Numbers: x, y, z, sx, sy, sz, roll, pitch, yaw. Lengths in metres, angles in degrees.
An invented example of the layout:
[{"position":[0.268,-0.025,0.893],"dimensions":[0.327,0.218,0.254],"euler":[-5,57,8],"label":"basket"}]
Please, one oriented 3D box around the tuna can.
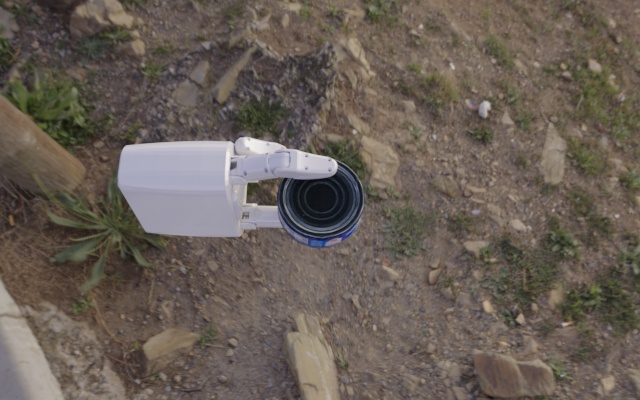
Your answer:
[{"position":[0.000,0.001,0.468],"dimensions":[0.086,0.086,0.034],"euler":[0,-20,-3],"label":"tuna can"}]
